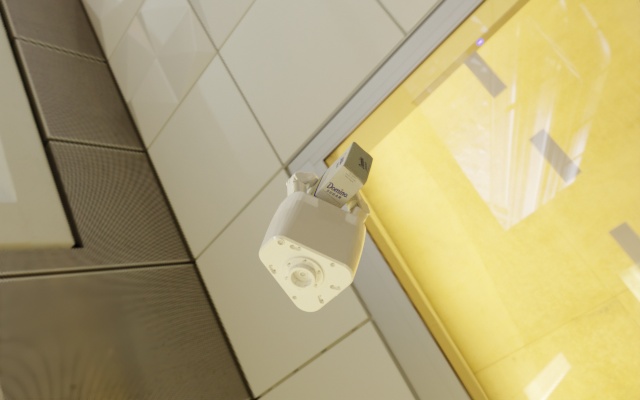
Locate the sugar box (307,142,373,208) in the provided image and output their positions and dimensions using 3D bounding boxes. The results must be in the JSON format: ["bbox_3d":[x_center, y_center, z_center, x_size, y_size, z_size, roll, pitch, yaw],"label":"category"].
[{"bbox_3d":[0.000,0.003,0.687,0.176,0.048,0.093,-43,11,28],"label":"sugar box"}]
